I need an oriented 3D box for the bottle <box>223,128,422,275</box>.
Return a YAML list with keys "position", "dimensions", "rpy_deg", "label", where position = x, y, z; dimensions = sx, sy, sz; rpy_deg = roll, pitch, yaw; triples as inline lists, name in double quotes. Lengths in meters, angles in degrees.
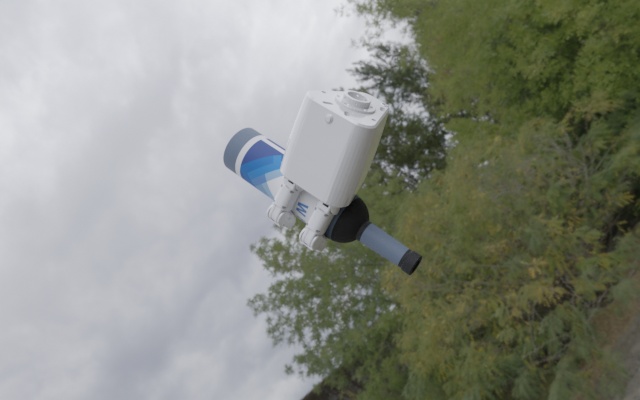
- position: [0.000, 0.002, 0.621]
  dimensions: [0.295, 0.069, 0.069]
  rpy_deg: [34, 14, 22]
  label: "bottle"
